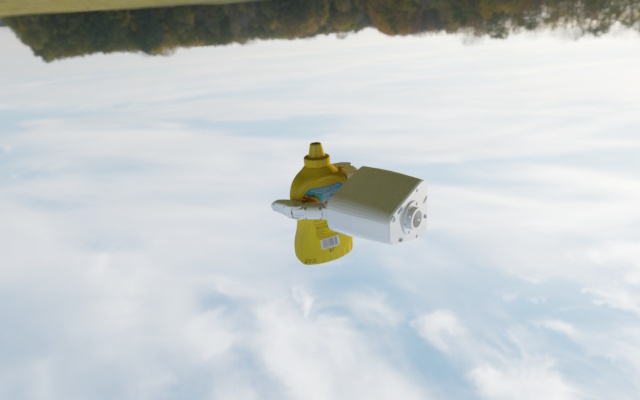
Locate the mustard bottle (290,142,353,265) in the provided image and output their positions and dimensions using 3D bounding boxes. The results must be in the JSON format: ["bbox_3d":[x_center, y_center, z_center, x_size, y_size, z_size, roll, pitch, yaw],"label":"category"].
[{"bbox_3d":[0.000,0.003,0.752,0.096,0.192,0.058,-14,25,-21],"label":"mustard bottle"}]
